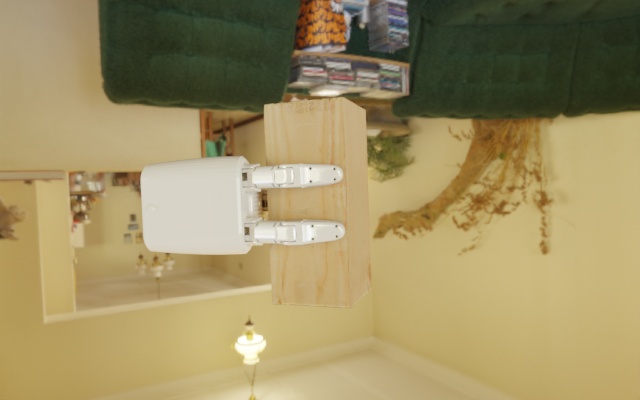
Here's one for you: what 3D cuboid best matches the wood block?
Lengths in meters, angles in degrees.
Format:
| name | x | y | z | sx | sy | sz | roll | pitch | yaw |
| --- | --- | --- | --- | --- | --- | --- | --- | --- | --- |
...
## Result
| name | x | y | z | sx | sy | sz | roll | pitch | yaw |
| --- | --- | --- | --- | --- | --- | --- | --- | --- | --- |
| wood block | 0.000 | 0.002 | 0.519 | 0.090 | 0.206 | 0.091 | -1 | 2 | 19 |
